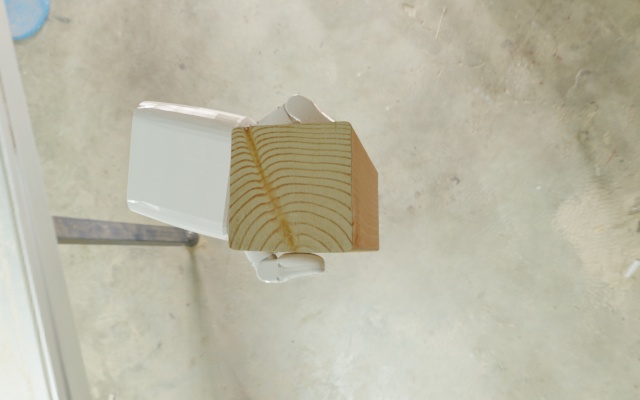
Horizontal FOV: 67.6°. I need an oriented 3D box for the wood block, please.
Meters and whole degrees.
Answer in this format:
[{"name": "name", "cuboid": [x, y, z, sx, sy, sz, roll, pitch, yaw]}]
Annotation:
[{"name": "wood block", "cuboid": [0.000, 0.002, 0.428, 0.090, 0.091, 0.206, -1, -6, 12]}]
